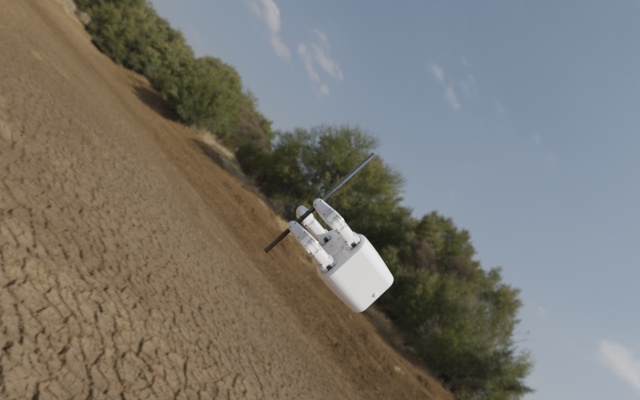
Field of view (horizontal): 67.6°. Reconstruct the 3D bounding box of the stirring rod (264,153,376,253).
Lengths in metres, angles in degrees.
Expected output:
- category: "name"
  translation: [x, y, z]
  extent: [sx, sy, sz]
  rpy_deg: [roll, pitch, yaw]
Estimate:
- category: "stirring rod"
  translation: [0.000, 0.003, 0.783]
  extent: [0.239, 0.011, 0.011]
  rpy_deg: [-42, 5, -6]
